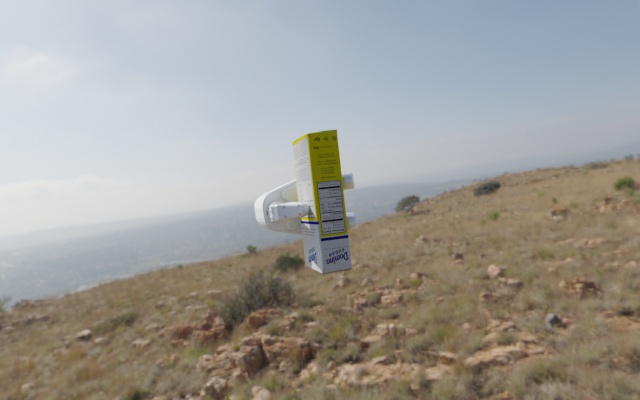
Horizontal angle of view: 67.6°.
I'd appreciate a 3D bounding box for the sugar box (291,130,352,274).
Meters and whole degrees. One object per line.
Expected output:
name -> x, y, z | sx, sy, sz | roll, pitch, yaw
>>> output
sugar box -> 0.001, 0.002, 0.627 | 0.048, 0.176, 0.093 | -9, 2, -16
